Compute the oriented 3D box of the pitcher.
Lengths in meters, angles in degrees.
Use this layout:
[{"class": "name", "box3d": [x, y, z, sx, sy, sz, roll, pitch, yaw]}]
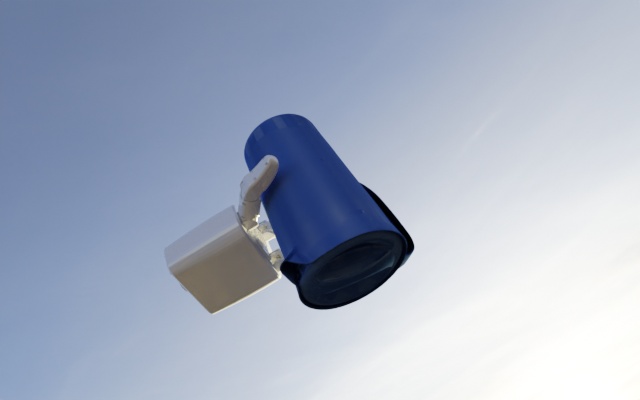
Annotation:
[{"class": "pitcher", "box3d": [0.000, 0.002, 0.597, 0.145, 0.242, 0.149, -32, -38, 3]}]
